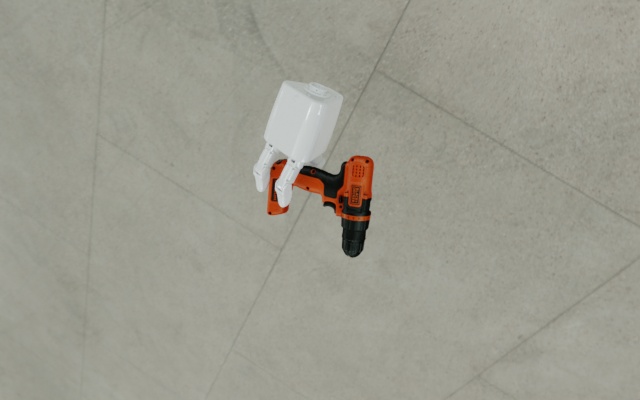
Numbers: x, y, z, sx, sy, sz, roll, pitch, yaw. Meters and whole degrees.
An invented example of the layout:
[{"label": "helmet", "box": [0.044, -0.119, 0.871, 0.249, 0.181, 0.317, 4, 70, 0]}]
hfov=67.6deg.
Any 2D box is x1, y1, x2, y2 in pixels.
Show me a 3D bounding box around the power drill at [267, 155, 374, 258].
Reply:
[{"label": "power drill", "box": [0.000, 0.003, 0.863, 0.187, 0.184, 0.057, 8, 10, 13]}]
